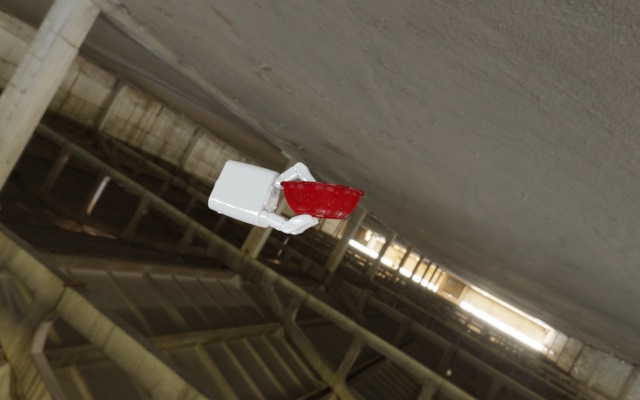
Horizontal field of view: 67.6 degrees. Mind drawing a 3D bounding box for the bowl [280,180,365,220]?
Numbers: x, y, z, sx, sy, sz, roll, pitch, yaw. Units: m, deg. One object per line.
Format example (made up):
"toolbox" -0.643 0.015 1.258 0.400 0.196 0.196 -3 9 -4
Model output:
"bowl" 0.001 0.003 0.895 0.162 0.055 0.162 6 -6 1
